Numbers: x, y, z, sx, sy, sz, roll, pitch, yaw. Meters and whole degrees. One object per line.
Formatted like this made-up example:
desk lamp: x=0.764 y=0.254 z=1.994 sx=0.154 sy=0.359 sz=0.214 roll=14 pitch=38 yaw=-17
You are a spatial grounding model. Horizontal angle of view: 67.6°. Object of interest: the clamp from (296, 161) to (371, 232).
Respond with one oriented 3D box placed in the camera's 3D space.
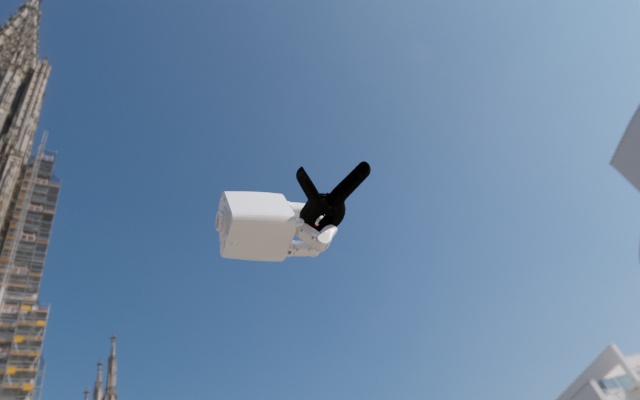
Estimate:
clamp: x=0.000 y=0.002 z=0.772 sx=0.120 sy=0.172 sz=0.039 roll=5 pitch=41 yaw=-23
